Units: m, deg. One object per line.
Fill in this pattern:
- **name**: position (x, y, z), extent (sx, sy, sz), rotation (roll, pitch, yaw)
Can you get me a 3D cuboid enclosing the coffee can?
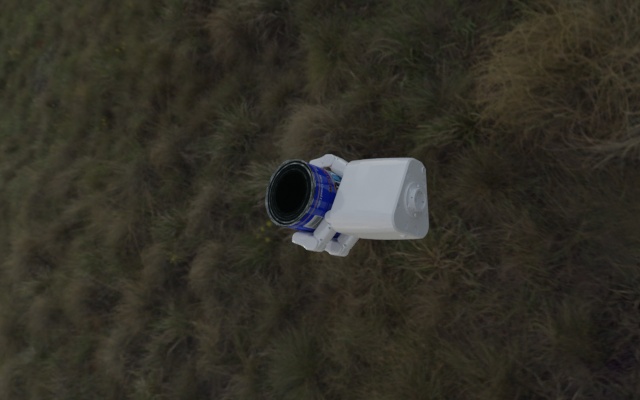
- **coffee can**: position (0.000, 0.002, 0.745), extent (0.103, 0.103, 0.140), rotation (0, -12, 43)
